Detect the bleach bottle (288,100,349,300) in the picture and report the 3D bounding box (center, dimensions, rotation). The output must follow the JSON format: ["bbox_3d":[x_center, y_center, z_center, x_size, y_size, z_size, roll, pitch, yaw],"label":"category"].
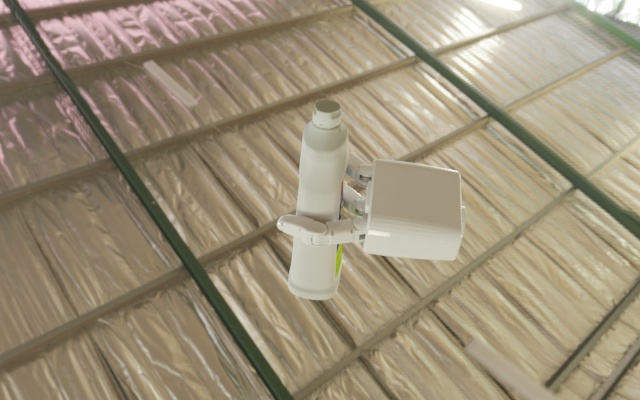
[{"bbox_3d":[0.000,0.002,0.580,0.068,0.251,0.102,8,39,5],"label":"bleach bottle"}]
